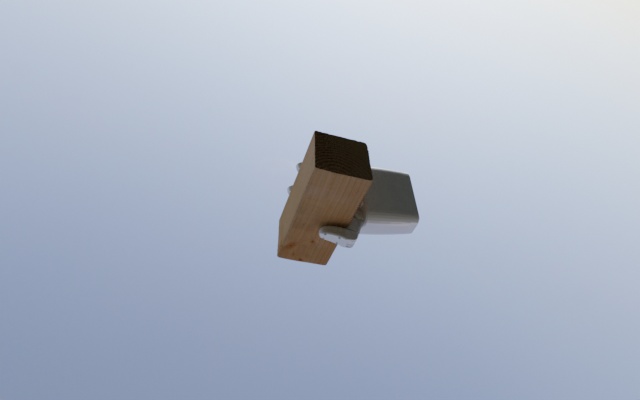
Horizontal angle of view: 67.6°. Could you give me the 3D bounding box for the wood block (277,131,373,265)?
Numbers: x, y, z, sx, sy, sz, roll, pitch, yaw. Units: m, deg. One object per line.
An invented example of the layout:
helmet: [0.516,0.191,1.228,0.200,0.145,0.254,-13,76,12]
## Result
wood block: [0.000,0.003,0.771,0.090,0.090,0.206,12,-48,-14]
